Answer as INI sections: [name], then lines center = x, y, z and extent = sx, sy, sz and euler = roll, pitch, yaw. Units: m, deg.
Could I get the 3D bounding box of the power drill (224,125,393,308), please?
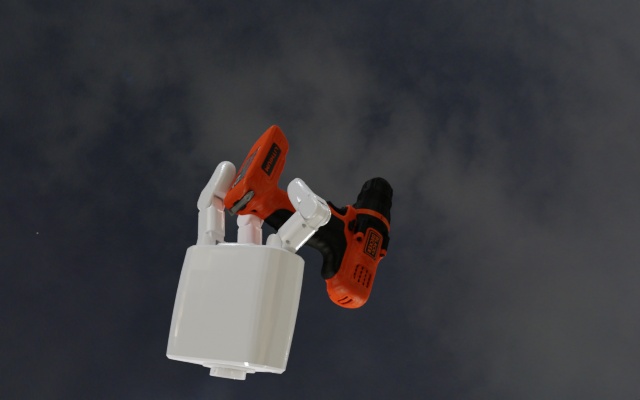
[power drill]
center = 0.000, 0.002, 0.535
extent = 0.188, 0.184, 0.057
euler = 35, -45, -16
